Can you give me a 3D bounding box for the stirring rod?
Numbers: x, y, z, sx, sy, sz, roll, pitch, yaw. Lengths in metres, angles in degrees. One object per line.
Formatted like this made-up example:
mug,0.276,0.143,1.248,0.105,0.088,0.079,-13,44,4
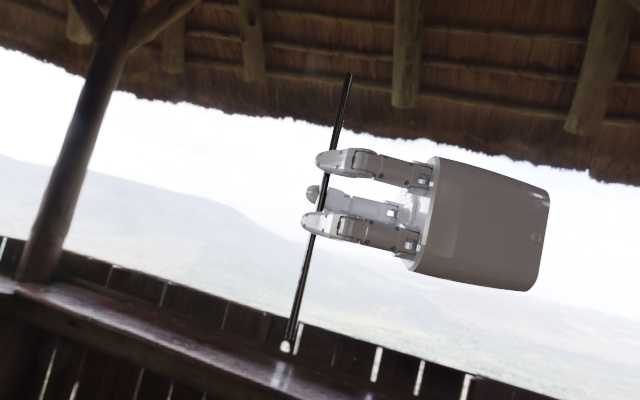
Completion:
stirring rod,0.000,0.001,0.421,0.011,0.239,0.011,13,-7,2
